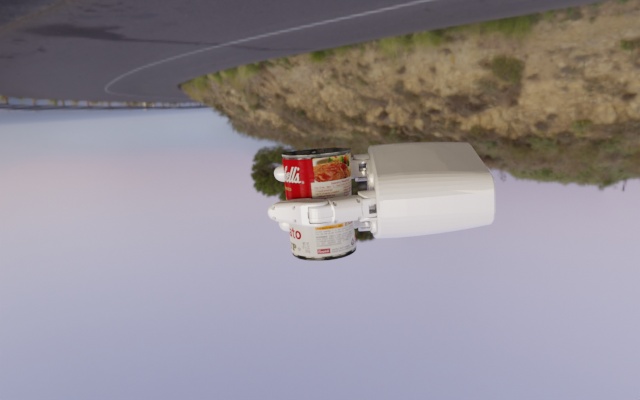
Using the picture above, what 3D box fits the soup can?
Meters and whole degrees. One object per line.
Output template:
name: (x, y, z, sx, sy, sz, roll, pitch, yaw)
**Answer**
soup can: (0.000, 0.002, 0.474, 0.068, 0.102, 0.068, -4, 11, 1)
